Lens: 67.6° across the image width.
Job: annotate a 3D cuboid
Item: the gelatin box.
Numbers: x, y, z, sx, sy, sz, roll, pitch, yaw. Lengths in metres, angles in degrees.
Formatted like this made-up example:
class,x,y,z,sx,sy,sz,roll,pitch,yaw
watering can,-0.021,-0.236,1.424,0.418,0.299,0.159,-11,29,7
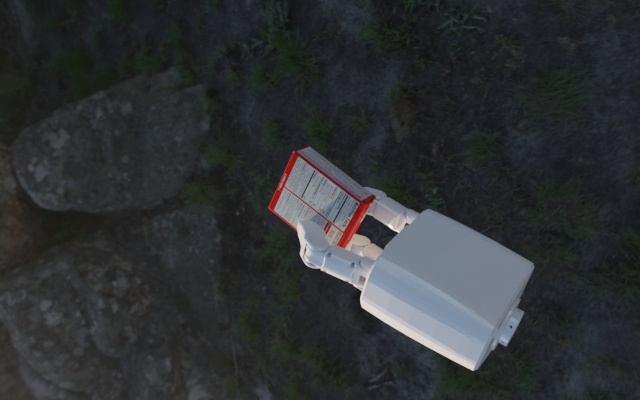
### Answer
class,x,y,z,sx,sy,sz,roll,pitch,yaw
gelatin box,0.000,0.001,0.468,0.089,0.073,0.030,37,33,17
